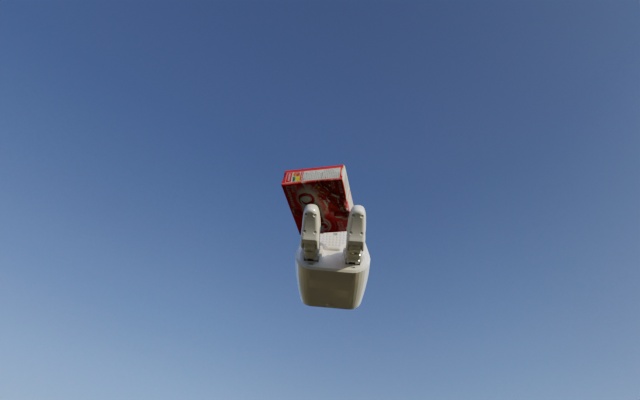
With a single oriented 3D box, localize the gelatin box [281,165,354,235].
[{"bbox_3d":[0.000,0.001,0.579,0.073,0.089,0.030,-5,42,13],"label":"gelatin box"}]
